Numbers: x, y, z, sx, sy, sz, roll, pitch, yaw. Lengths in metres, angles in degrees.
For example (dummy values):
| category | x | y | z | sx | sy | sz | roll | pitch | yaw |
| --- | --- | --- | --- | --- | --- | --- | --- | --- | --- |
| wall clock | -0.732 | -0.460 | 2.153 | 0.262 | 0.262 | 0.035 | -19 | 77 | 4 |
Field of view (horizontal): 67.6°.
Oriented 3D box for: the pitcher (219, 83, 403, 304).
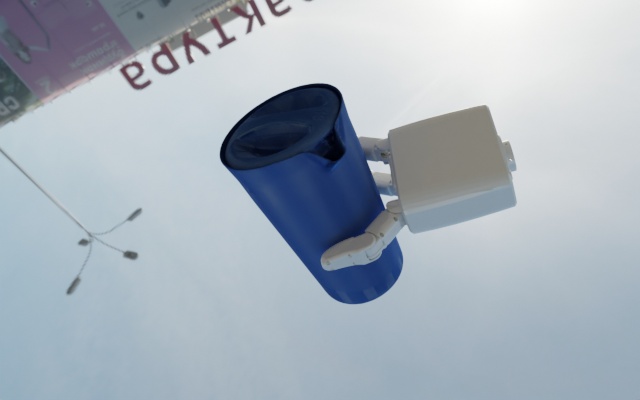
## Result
| category | x | y | z | sx | sy | sz | roll | pitch | yaw |
| --- | --- | --- | --- | --- | --- | --- | --- | --- | --- |
| pitcher | 0.000 | 0.002 | 0.535 | 0.145 | 0.243 | 0.149 | -17 | 39 | 17 |
